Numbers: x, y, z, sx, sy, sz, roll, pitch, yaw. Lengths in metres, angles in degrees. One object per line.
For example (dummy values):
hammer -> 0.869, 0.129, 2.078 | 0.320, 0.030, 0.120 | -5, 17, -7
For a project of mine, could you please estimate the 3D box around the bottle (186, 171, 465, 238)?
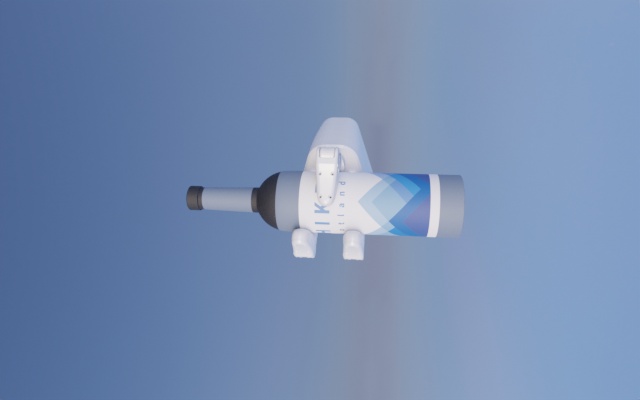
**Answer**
bottle -> 0.000, 0.002, 0.520 | 0.296, 0.069, 0.069 | 2, 0, 7
